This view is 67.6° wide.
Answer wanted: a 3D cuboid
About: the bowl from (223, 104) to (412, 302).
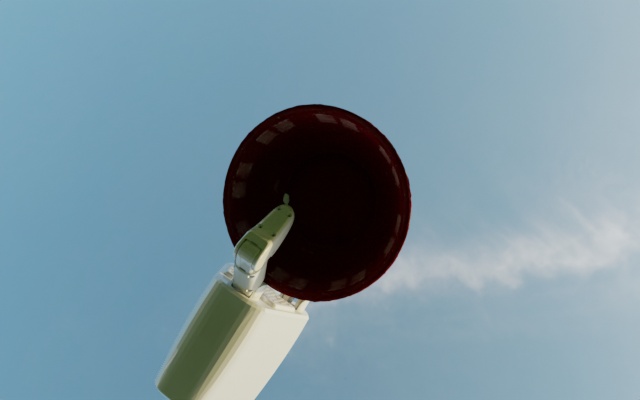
[{"bbox_3d":[0.001,0.000,0.412,0.162,0.162,0.055,0,4,18],"label":"bowl"}]
